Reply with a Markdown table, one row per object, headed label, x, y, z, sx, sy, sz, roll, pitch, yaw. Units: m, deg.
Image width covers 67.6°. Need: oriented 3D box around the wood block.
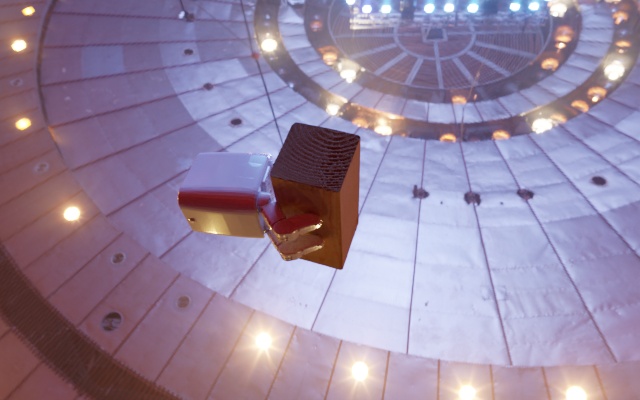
| label | x | y | z | sx | sy | sz | roll | pitch | yaw |
| --- | --- | --- | --- | --- | --- | --- | --- | --- | --- |
| wood block | 0.000 | 0.002 | 0.654 | 0.090 | 0.090 | 0.206 | 14 | -31 | 12 |
